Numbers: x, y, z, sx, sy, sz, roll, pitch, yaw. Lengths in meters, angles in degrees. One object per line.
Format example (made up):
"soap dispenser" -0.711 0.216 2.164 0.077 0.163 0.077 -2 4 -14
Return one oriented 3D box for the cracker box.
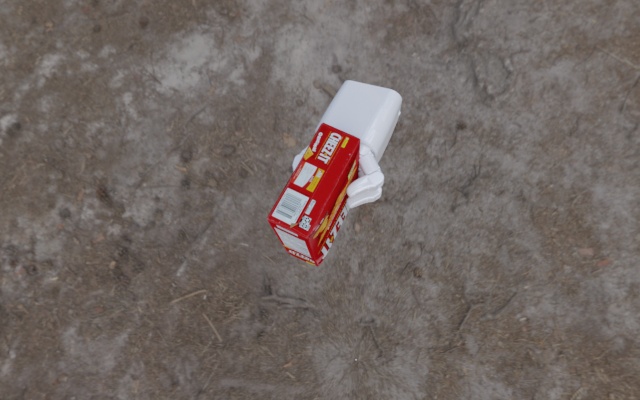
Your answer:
"cracker box" 0.000 0.002 0.750 0.072 0.164 0.214 25 -15 12
